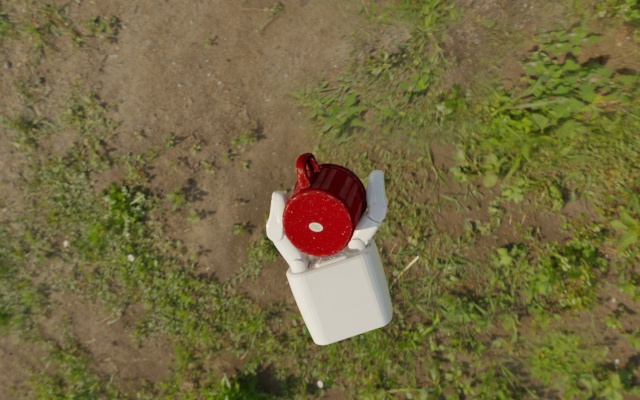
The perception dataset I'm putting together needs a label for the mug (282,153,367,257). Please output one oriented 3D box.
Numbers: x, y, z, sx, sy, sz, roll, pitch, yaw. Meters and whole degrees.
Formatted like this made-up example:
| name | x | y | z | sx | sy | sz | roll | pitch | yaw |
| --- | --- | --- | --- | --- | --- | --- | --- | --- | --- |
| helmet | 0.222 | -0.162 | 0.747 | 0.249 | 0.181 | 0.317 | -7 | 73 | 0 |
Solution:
| name | x | y | z | sx | sy | sz | roll | pitch | yaw |
| --- | --- | --- | --- | --- | --- | --- | --- | --- | --- |
| mug | 0.000 | 0.001 | 0.547 | 0.093 | 0.117 | 0.081 | -14 | 18 | 16 |
